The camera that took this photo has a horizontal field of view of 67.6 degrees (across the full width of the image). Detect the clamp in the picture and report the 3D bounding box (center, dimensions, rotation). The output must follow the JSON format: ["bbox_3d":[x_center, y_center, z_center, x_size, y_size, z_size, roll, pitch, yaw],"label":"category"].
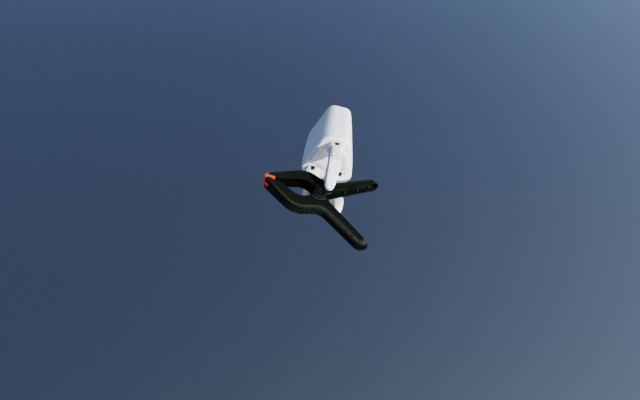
[{"bbox_3d":[0.000,0.002,0.833,0.210,0.164,0.036,14,-45,-7],"label":"clamp"}]
